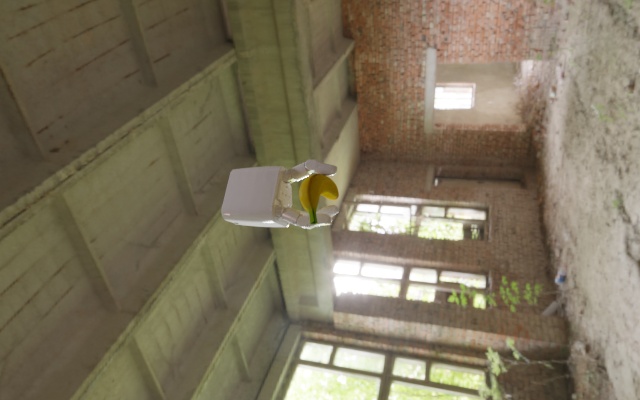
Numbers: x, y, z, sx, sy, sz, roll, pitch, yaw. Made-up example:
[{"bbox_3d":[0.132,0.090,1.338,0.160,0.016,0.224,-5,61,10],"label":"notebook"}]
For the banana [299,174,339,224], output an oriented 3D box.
[{"bbox_3d":[-0.003,-0.015,0.853,0.037,0.069,0.197,-5,12,16],"label":"banana"}]
